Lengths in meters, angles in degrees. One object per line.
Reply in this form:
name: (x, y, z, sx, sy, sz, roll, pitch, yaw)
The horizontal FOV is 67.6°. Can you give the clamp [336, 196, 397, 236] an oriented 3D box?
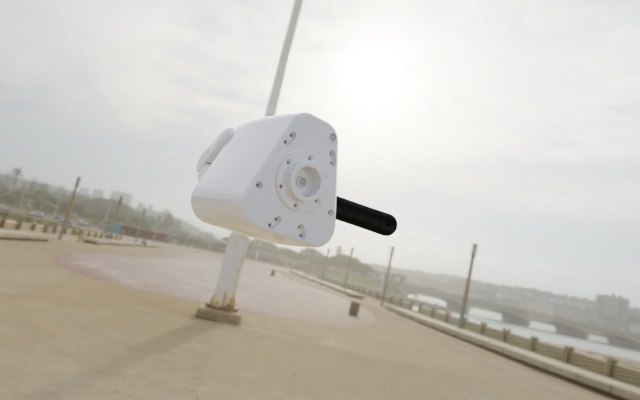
clamp: (0.000, 0.001, 0.532, 0.171, 0.039, 0.120, 17, -6, -33)
